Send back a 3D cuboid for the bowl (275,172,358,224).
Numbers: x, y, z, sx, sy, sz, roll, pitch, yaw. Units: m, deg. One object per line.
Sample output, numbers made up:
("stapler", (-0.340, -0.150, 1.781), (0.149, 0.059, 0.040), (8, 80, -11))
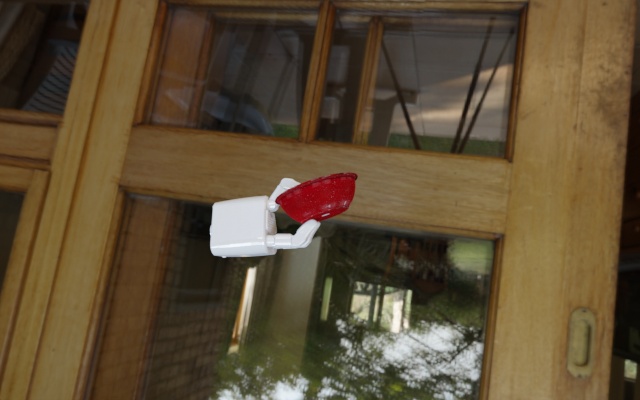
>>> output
("bowl", (0.001, 0.003, 0.881), (0.162, 0.055, 0.162), (-17, -11, -4))
